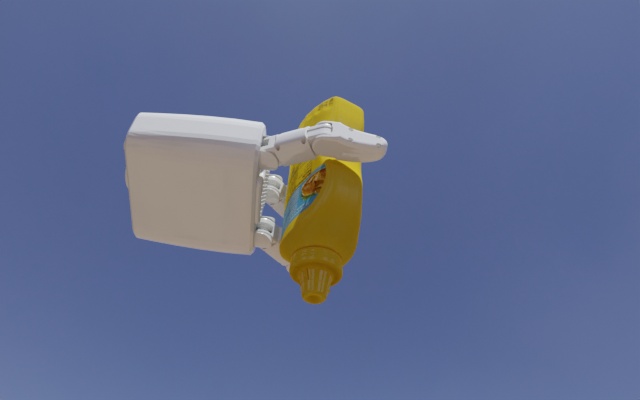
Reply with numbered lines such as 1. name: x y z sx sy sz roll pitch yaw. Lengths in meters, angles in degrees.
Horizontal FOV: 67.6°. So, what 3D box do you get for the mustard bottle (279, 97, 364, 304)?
1. mustard bottle: 0.000 0.001 0.413 0.058 0.191 0.096 24 -46 -19
